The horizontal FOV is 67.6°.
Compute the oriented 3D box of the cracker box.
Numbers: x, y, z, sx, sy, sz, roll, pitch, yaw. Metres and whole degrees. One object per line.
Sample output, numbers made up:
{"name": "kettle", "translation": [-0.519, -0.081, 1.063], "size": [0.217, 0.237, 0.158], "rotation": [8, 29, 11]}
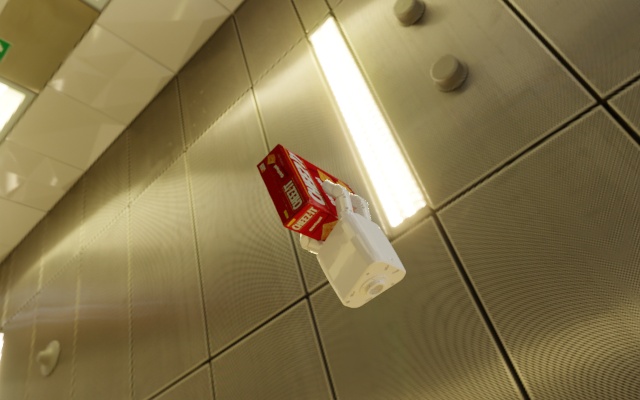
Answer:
{"name": "cracker box", "translation": [0.000, 0.003, 0.890], "size": [0.214, 0.072, 0.164], "rotation": [28, 24, -44]}
